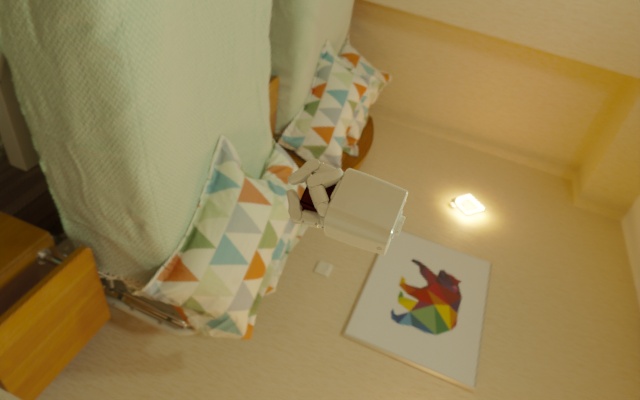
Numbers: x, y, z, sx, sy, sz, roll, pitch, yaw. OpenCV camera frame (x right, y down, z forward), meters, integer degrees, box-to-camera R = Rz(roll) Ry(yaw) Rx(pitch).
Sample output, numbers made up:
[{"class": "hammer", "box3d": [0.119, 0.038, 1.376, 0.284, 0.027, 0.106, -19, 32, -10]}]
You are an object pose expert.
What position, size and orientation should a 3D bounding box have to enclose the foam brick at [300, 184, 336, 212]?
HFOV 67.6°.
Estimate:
[{"class": "foam brick", "box3d": [0.000, 0.003, 0.821, 0.051, 0.053, 0.078, 20, -18, 10]}]
